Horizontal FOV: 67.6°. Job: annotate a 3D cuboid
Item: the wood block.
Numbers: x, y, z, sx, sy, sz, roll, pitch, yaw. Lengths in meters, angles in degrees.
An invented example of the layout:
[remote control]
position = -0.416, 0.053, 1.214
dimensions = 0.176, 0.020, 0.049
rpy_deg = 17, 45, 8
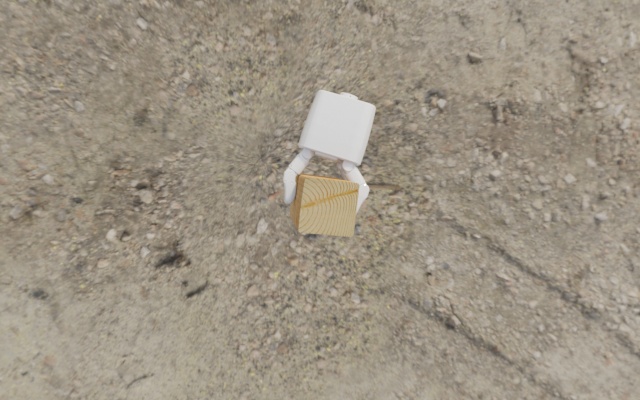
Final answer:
[wood block]
position = 0.000, 0.002, 0.851
dimensions = 0.091, 0.090, 0.206
rpy_deg = 6, 4, -8
